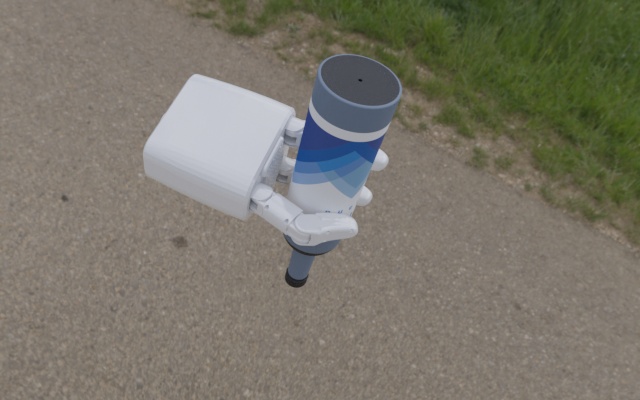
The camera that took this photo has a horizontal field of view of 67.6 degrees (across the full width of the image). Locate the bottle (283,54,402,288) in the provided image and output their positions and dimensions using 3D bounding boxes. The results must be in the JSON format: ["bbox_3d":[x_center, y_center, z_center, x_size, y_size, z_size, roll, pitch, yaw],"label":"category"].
[{"bbox_3d":[0.000,0.001,0.471,0.069,0.069,0.296,0,-39,-15],"label":"bottle"}]
